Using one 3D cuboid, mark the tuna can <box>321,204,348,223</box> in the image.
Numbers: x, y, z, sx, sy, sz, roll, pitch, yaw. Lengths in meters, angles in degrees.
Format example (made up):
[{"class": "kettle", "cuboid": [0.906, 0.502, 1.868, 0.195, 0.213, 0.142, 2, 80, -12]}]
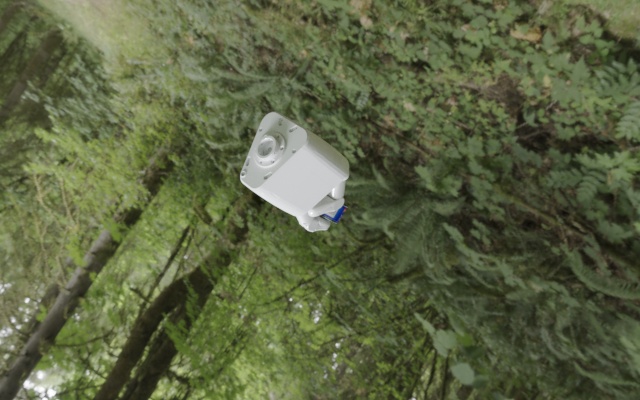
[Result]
[{"class": "tuna can", "cuboid": [0.000, 0.003, 0.778, 0.086, 0.034, 0.086, 30, 2, -1]}]
